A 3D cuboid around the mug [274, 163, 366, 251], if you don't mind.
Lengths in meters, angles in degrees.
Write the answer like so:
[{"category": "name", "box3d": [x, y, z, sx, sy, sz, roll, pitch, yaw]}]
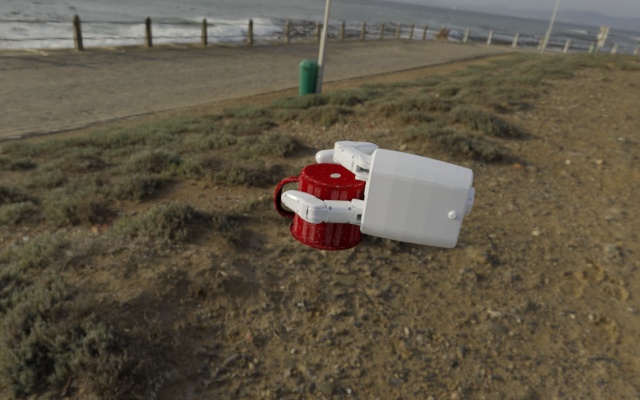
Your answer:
[{"category": "mug", "box3d": [-0.001, 0.001, 0.592, 0.117, 0.081, 0.093, 11, 24, 8]}]
